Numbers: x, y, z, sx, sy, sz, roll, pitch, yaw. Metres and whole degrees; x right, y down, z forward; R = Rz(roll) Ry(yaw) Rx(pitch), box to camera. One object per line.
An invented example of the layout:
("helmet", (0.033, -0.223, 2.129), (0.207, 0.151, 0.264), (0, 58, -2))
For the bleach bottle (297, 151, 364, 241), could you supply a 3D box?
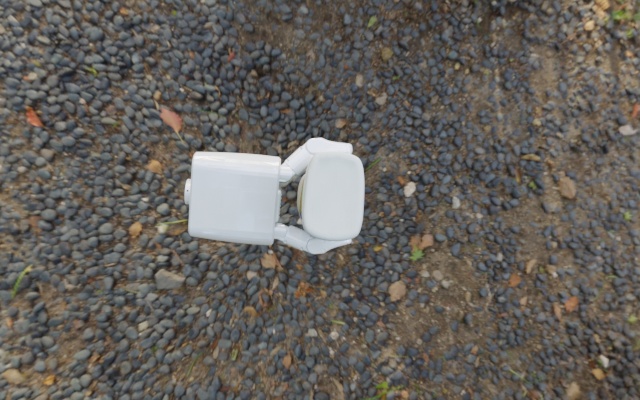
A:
("bleach bottle", (0.000, 0.002, 0.641), (0.068, 0.102, 0.251), (5, -5, -7))
